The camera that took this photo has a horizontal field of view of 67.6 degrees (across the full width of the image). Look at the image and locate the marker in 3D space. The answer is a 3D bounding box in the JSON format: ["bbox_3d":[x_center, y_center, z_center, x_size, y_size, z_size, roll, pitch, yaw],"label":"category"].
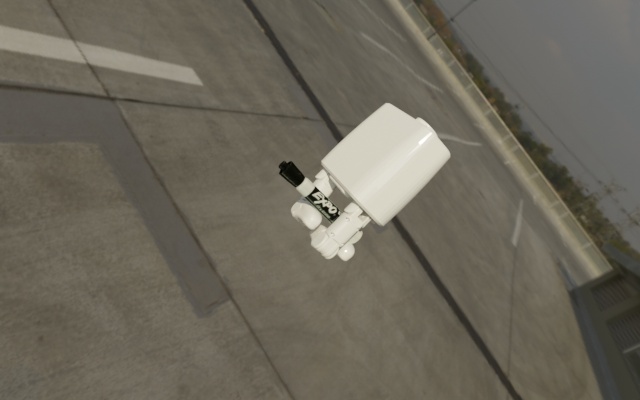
[{"bbox_3d":[0.000,0.002,0.512,0.121,0.020,0.020,44,-19,-21],"label":"marker"}]
